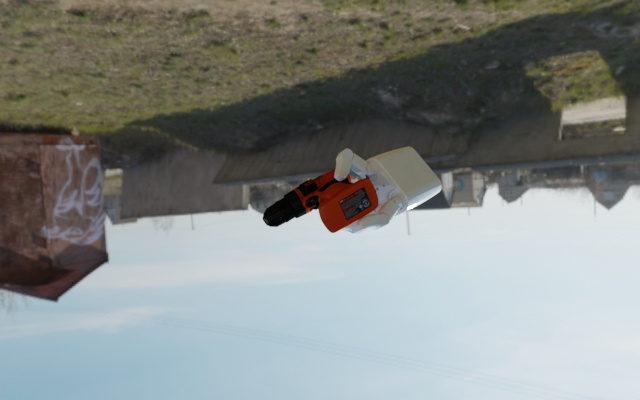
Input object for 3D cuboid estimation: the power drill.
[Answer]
[{"bbox_3d":[0.001,0.003,0.829,0.184,0.057,0.187,-32,20,-15],"label":"power drill"}]
